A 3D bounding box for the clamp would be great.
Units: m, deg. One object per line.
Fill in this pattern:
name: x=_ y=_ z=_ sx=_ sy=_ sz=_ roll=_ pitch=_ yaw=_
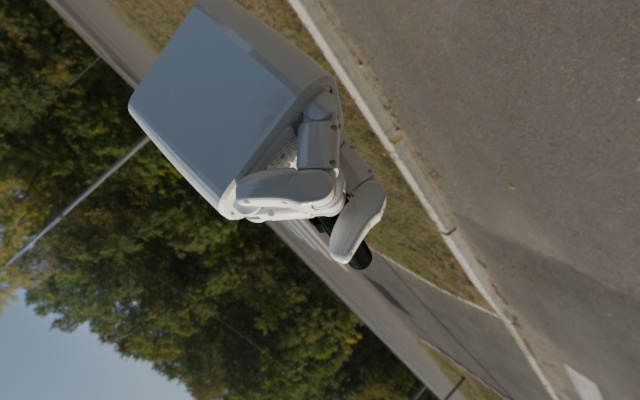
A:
clamp: x=0.000 y=0.002 z=0.412 sx=0.039 sy=0.120 sz=0.171 roll=-43 pitch=-16 yaw=-7
